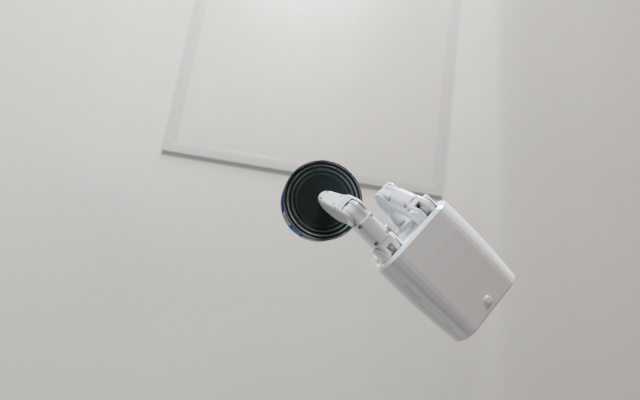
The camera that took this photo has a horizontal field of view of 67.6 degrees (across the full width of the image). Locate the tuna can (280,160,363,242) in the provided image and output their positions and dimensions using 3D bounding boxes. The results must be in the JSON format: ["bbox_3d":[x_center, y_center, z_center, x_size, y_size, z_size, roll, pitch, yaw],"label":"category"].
[{"bbox_3d":[0.000,0.002,0.517,0.086,0.086,0.034,0,-8,-11],"label":"tuna can"}]
